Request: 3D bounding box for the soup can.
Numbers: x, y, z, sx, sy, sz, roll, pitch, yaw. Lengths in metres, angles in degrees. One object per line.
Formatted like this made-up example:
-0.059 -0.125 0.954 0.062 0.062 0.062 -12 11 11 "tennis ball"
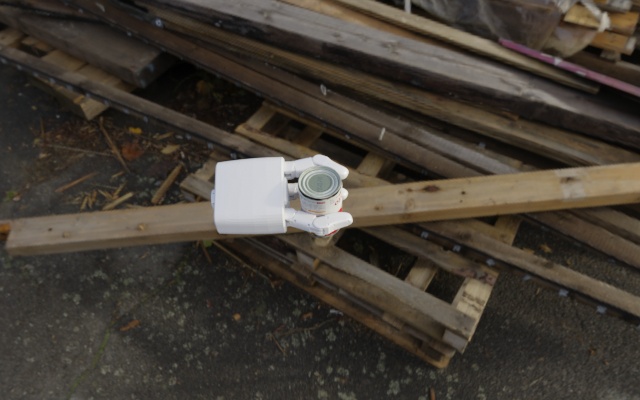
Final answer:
0.001 0.002 0.743 0.068 0.068 0.102 0 -38 2 "soup can"
